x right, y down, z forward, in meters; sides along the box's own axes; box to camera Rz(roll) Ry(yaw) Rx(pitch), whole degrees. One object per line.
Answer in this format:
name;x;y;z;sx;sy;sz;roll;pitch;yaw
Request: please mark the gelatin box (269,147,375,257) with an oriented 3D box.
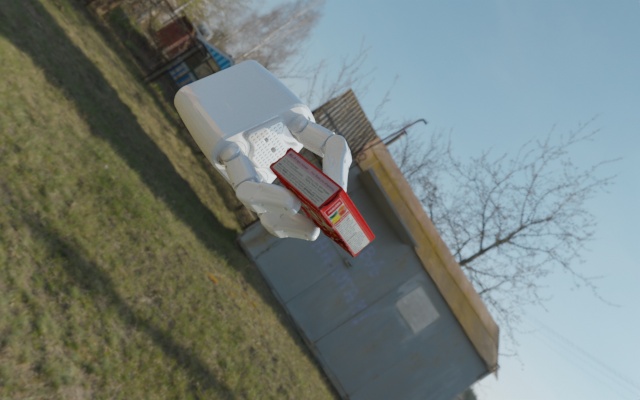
gelatin box;0.001;0.001;0.424;0.089;0.030;0.073;40;-11;46
